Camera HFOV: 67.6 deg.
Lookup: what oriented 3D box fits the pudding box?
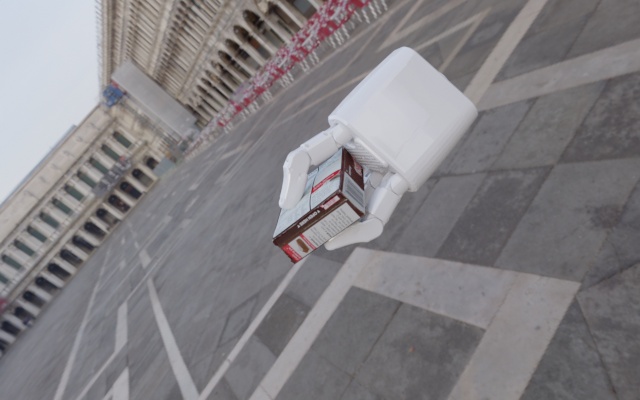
[{"bbox_3d":[0.000,0.001,0.492,0.090,0.039,0.113,-38,17,20],"label":"pudding box"}]
